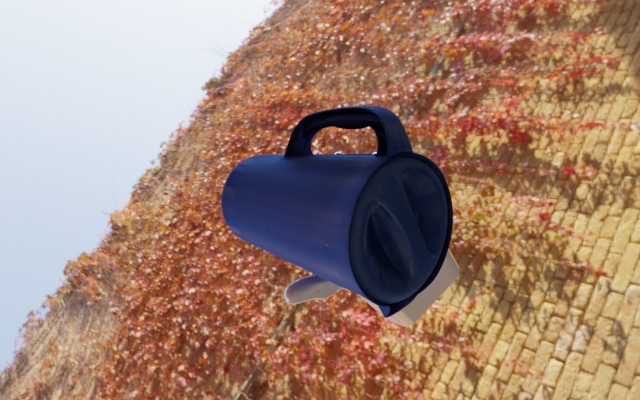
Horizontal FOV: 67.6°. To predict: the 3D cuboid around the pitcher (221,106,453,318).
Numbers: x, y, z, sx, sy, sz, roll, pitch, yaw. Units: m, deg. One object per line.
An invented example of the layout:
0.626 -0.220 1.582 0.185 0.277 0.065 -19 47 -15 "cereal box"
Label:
0.000 0.002 0.488 0.243 0.149 0.145 11 -25 49 "pitcher"
